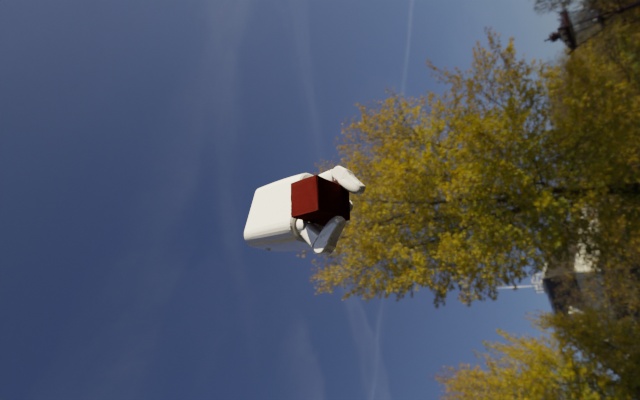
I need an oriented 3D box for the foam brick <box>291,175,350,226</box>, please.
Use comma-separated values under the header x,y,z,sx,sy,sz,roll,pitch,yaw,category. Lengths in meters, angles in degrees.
x,y,z,sx,sy,sz,roll,pitch,yaw,category
0.000,0.002,0.686,0.051,0.053,0.078,-14,-21,36,foam brick
